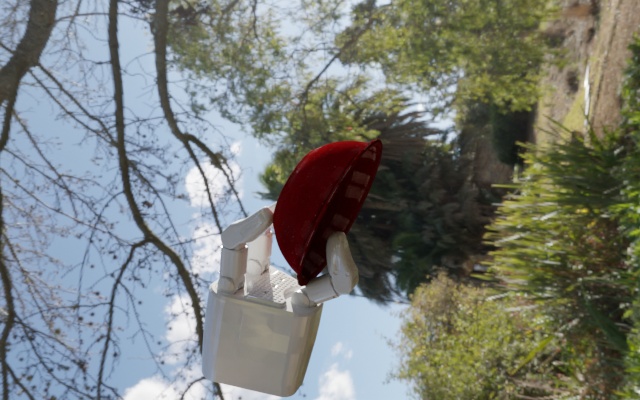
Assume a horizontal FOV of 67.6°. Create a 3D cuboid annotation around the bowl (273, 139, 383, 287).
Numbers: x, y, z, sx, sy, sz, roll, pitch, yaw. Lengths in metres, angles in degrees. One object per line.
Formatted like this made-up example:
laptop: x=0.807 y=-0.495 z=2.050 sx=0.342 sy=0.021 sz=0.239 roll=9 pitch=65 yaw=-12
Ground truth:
bowl: x=0.000 y=0.000 z=0.474 sx=0.055 sy=0.162 sz=0.162 roll=29 pitch=7 yaw=14
